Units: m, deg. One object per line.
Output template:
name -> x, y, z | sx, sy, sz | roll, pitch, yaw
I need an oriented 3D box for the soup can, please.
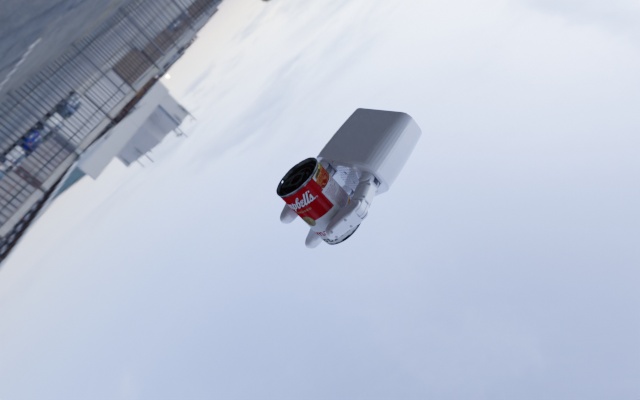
soup can -> 0.000, 0.003, 0.629 | 0.102, 0.068, 0.068 | 47, -25, -26
